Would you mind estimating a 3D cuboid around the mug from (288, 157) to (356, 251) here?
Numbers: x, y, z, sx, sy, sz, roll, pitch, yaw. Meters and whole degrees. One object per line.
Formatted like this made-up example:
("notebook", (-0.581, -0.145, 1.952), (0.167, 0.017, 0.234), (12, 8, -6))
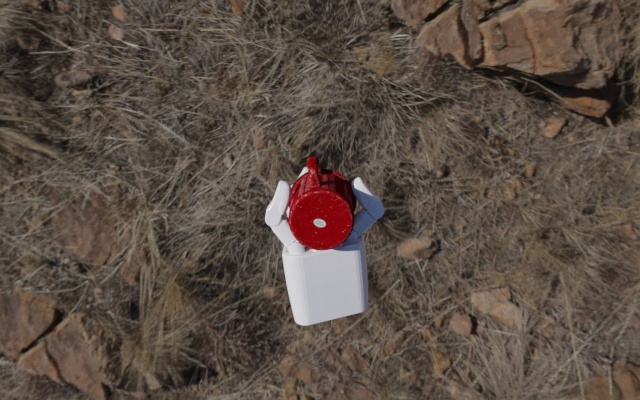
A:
("mug", (0.000, 0.001, 0.611), (0.093, 0.117, 0.081), (-7, 17, 3))
